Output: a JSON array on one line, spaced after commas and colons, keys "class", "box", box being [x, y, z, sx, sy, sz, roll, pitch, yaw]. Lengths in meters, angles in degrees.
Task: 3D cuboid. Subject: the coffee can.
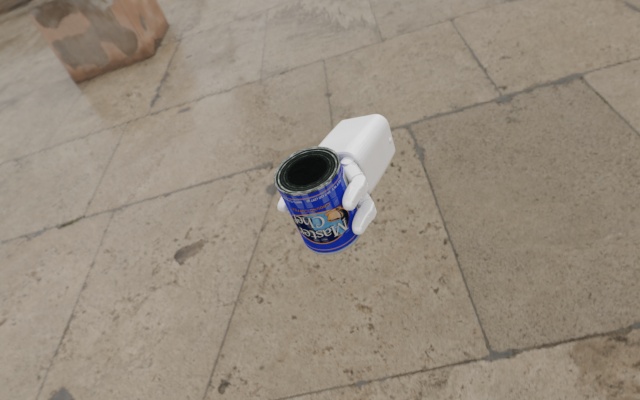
[{"class": "coffee can", "box": [0.000, 0.003, 0.740, 0.103, 0.102, 0.140, 0, -43, 24]}]
